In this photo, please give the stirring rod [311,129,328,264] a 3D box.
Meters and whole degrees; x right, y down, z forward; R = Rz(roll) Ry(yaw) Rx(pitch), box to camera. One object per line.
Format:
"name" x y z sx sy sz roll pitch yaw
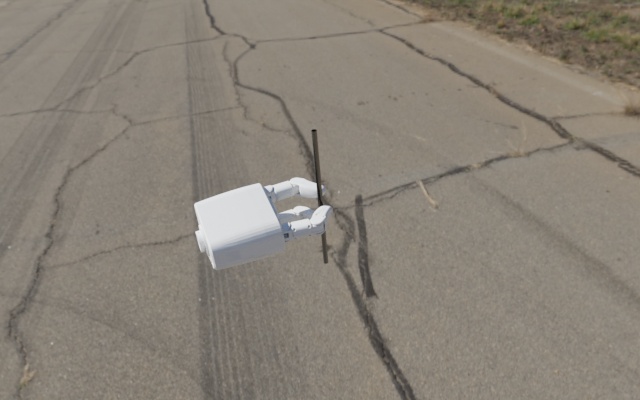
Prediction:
"stirring rod" 0.000 0.003 0.739 0.011 0.240 0.011 -4 32 2
